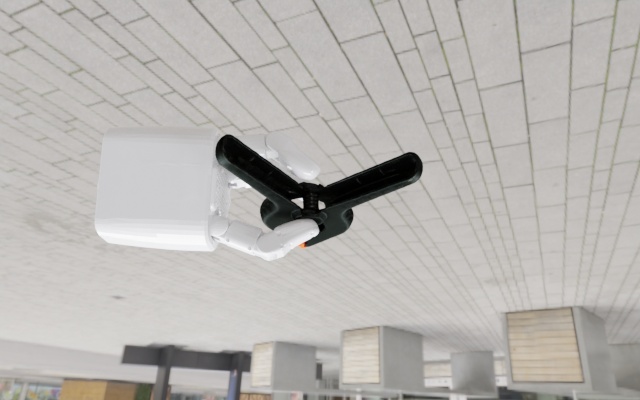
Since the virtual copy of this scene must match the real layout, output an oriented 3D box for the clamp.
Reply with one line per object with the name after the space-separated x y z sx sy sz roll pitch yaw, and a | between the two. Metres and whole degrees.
0.000 0.002 0.455 0.164 0.036 0.210 3 -24 1 | clamp
